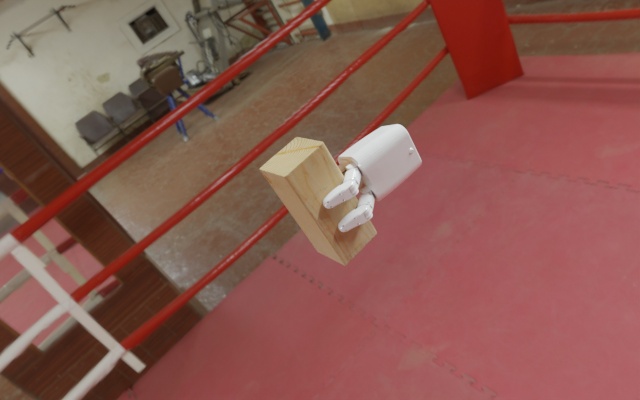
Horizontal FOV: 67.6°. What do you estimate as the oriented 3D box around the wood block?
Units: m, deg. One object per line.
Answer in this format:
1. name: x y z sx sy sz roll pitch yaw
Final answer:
1. wood block: 0.000 0.002 0.823 0.090 0.206 0.091 -43 31 -17
